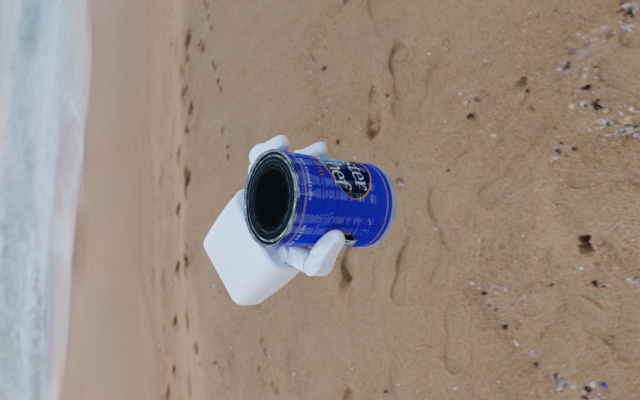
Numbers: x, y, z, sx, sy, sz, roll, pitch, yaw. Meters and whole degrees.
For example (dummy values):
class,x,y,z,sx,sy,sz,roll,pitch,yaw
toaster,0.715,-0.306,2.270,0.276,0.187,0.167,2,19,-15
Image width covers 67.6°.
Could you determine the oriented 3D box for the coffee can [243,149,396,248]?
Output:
class,x,y,z,sx,sy,sz,roll,pitch,yaw
coffee can,0.000,0.002,0.535,0.140,0.103,0.103,5,-3,-39
